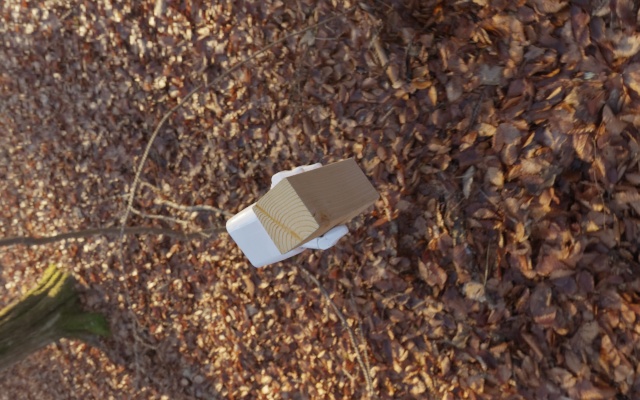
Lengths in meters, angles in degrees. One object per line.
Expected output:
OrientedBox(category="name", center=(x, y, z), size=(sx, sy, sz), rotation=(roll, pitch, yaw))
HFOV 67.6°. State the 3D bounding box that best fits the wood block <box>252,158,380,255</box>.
OrientedBox(category="wood block", center=(0.000, 0.003, 0.783), size=(0.090, 0.091, 0.206), rotation=(-39, -9, 33))
